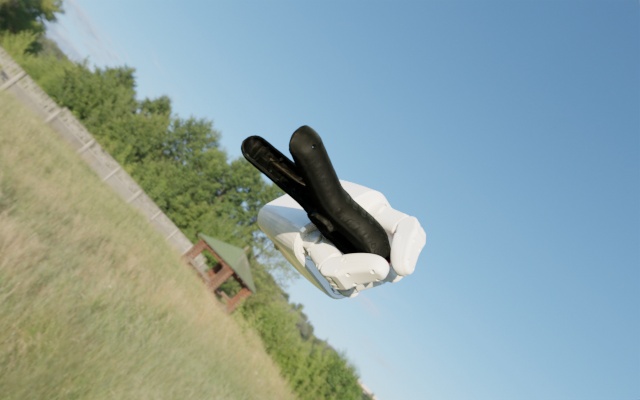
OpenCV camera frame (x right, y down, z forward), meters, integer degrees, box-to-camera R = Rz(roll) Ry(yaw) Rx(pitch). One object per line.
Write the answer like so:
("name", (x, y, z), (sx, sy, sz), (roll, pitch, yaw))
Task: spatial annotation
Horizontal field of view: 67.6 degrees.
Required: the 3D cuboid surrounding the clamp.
("clamp", (0.001, 0.001, 0.417), (0.039, 0.171, 0.120), (-43, 30, -13))
